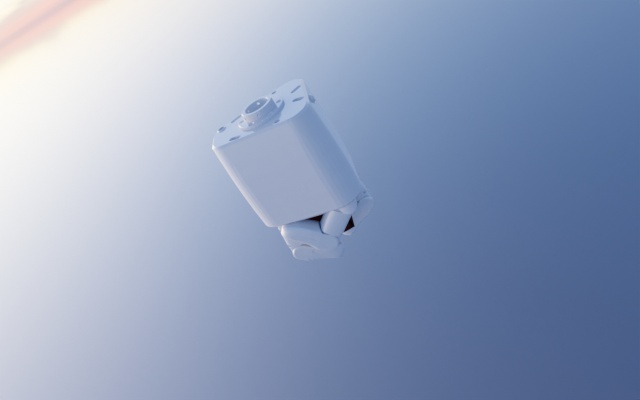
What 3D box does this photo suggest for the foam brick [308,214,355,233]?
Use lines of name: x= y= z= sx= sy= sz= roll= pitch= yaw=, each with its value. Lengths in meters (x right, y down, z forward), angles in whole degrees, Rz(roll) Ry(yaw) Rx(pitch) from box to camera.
foam brick: x=0.000 y=0.002 z=0.542 sx=0.053 sy=0.051 sz=0.078 roll=-27 pitch=32 yaw=9
